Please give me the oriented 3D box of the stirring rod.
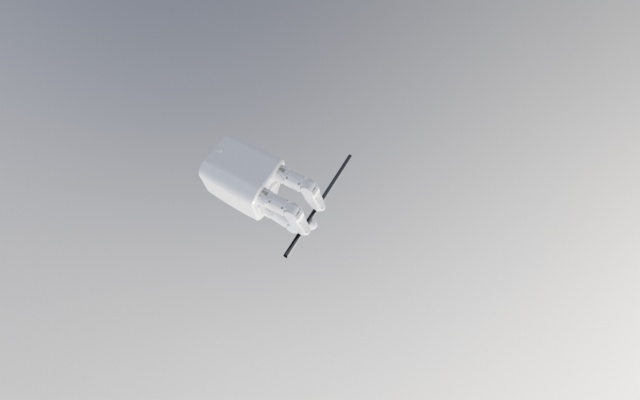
[{"bbox_3d":[0.000,0.003,0.804,0.011,0.011,0.239,0,44,39],"label":"stirring rod"}]
